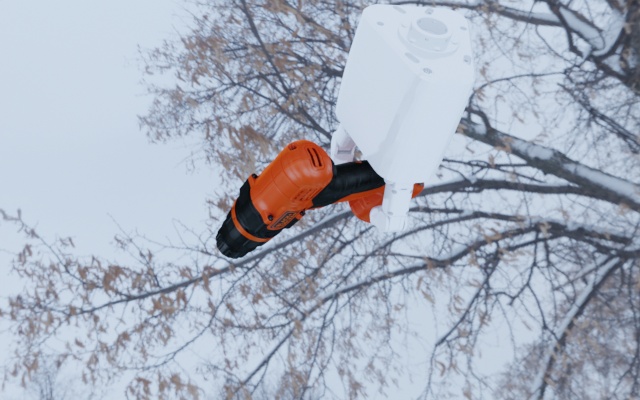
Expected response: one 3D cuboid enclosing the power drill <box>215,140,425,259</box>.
[{"bbox_3d":[0.001,0.001,0.489,0.187,0.057,0.184,-10,-20,-39],"label":"power drill"}]
